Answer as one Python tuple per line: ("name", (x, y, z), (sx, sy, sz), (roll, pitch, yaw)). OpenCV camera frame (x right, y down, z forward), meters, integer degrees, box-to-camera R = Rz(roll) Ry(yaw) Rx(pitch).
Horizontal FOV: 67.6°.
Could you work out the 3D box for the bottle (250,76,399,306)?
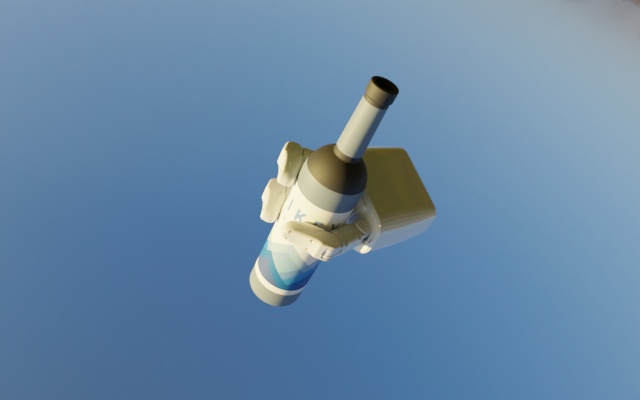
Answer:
("bottle", (0.000, 0.002, 0.502), (0.069, 0.069, 0.296), (0, -44, -32))
